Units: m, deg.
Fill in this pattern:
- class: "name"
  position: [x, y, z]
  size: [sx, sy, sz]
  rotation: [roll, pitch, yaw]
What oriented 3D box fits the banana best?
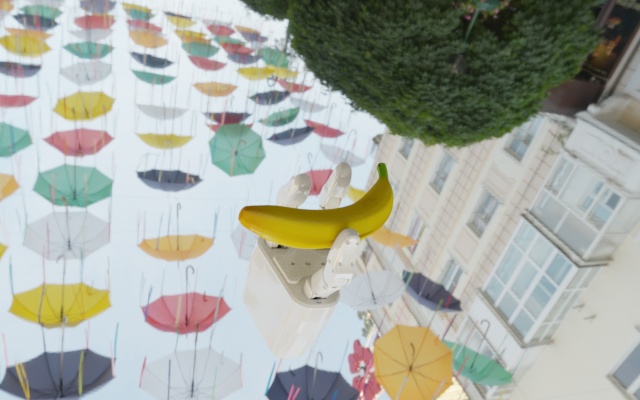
- class: "banana"
  position: [0.013, 0.014, 0.476]
  size: [0.198, 0.069, 0.037]
  rotation: [-18, -29, -40]
